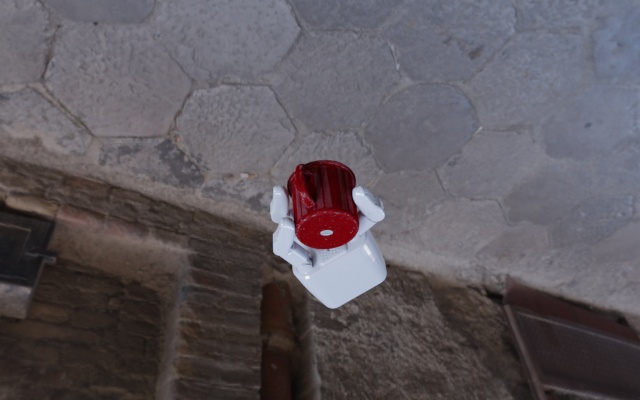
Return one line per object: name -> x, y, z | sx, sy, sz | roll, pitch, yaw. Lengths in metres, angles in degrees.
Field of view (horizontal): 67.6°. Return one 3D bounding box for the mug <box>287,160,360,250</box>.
mug -> 0.000, 0.001, 0.603 | 0.093, 0.081, 0.117 | -20, -43, 15
